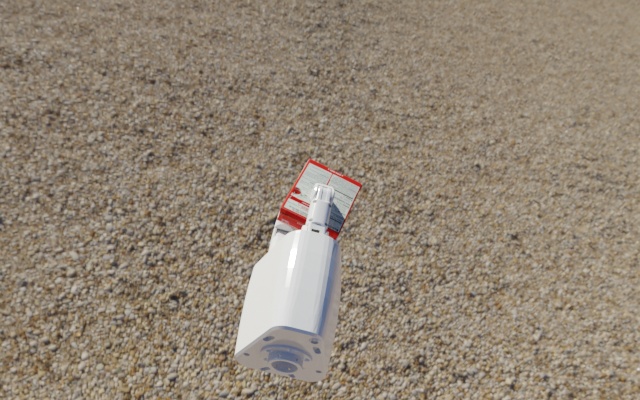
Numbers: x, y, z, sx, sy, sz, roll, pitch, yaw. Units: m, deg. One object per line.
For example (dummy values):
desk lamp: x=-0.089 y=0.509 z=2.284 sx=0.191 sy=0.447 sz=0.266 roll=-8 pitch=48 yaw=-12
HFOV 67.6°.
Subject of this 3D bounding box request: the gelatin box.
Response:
gelatin box: x=0.000 y=0.001 z=0.566 sx=0.073 sy=0.089 sz=0.030 roll=26 pitch=-38 yaw=3
